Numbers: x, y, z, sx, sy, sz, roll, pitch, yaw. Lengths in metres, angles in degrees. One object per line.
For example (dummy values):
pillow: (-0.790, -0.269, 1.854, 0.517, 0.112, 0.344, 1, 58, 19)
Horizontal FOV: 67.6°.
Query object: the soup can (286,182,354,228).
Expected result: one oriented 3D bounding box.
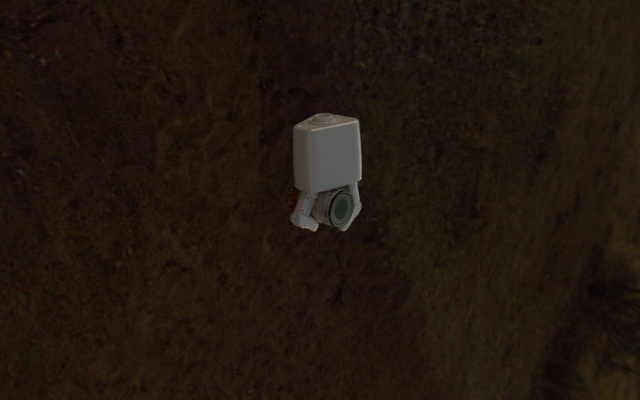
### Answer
soup can: (0.000, 0.003, 0.832, 0.102, 0.068, 0.068, 17, 11, 39)
